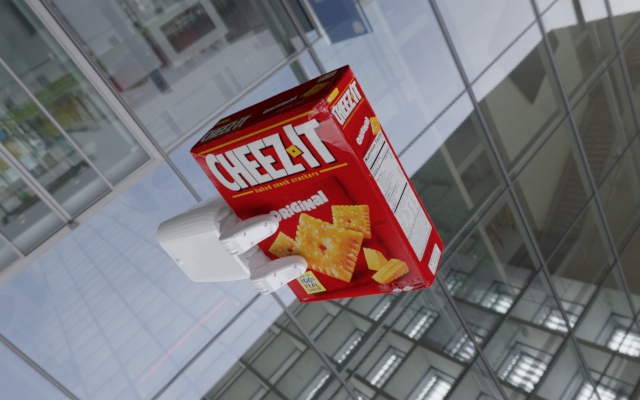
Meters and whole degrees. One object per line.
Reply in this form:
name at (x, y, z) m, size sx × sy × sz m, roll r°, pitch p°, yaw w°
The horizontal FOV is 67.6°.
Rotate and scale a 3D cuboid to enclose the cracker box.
cracker box at (0.000, 0.002, 0.469) m, size 0.164 × 0.214 × 0.072 m, roll -14°, pitch 31°, yaw 35°
